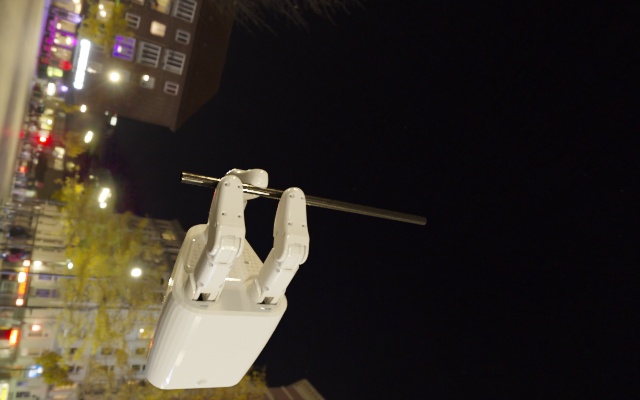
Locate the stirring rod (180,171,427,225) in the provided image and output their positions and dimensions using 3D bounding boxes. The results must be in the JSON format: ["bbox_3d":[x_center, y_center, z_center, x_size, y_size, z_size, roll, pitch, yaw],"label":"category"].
[{"bbox_3d":[0.000,0.001,0.410,0.239,0.011,0.011,10,-5,-30],"label":"stirring rod"}]
